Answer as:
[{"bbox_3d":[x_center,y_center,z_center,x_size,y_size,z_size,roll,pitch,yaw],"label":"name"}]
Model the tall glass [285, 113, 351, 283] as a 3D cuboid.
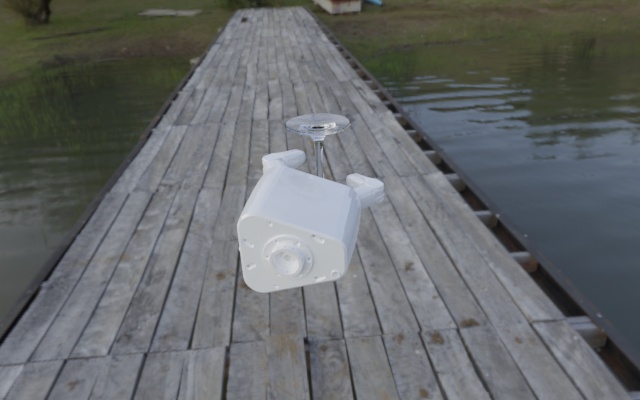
[{"bbox_3d":[0.000,0.001,0.581,0.079,0.201,0.079,-2,27,1],"label":"tall glass"}]
